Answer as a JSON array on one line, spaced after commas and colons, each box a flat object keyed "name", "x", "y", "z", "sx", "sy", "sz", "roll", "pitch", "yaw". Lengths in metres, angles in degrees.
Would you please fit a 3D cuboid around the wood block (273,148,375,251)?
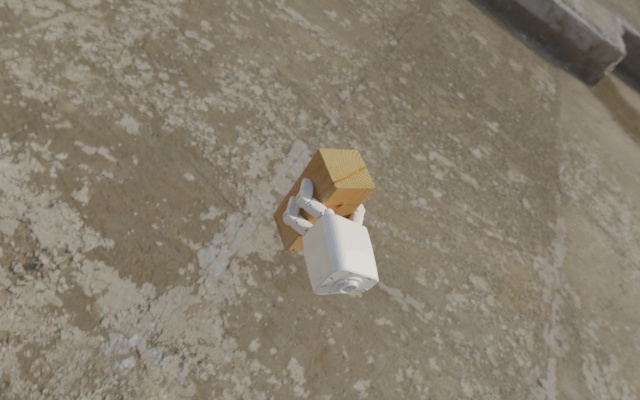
[{"name": "wood block", "x": 0.001, "y": 0.003, "z": 0.900, "sx": 0.091, "sy": 0.090, "sz": 0.206, "roll": -1, "pitch": -35, "yaw": -35}]
